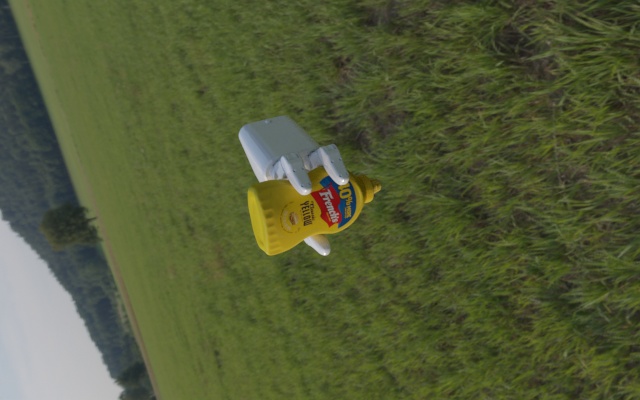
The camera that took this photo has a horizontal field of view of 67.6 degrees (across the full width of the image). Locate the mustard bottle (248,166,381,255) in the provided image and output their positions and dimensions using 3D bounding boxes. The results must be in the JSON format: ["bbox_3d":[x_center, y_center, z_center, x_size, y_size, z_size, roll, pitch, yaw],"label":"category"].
[{"bbox_3d":[0.000,0.002,0.660,0.191,0.096,0.058,-17,21,-24],"label":"mustard bottle"}]
